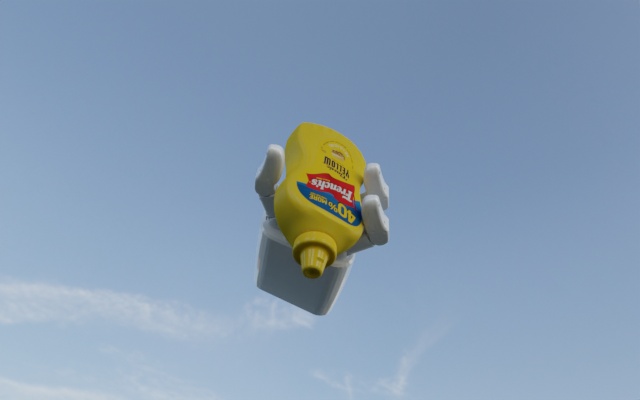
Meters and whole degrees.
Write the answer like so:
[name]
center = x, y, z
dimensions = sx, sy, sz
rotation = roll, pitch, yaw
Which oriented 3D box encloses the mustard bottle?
[mustard bottle]
center = 0.000, 0.001, 0.494
dimensions = 0.096, 0.191, 0.058
rotation = 31, -52, -20
